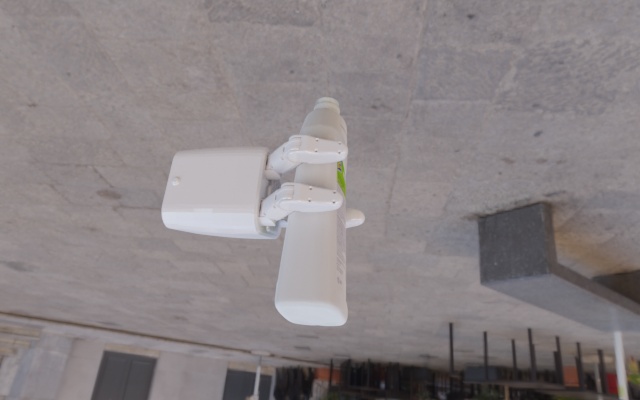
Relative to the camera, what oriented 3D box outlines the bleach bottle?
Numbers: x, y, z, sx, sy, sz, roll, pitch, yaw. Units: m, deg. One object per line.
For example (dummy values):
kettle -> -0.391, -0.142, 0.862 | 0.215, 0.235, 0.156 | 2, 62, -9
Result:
bleach bottle -> 0.000, 0.002, 0.525 | 0.068, 0.250, 0.103 | 0, -25, 9
